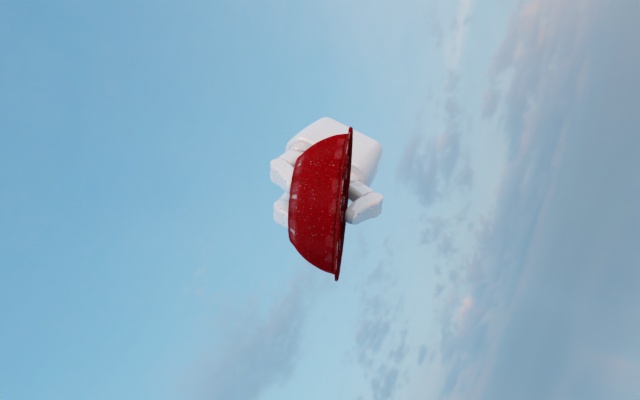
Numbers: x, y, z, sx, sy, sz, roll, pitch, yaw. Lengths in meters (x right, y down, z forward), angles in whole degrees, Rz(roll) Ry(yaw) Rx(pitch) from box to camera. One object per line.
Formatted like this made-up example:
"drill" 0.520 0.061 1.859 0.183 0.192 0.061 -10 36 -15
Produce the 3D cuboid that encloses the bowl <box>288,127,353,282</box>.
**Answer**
"bowl" -0.001 0.002 0.501 0.055 0.162 0.162 5 0 4
